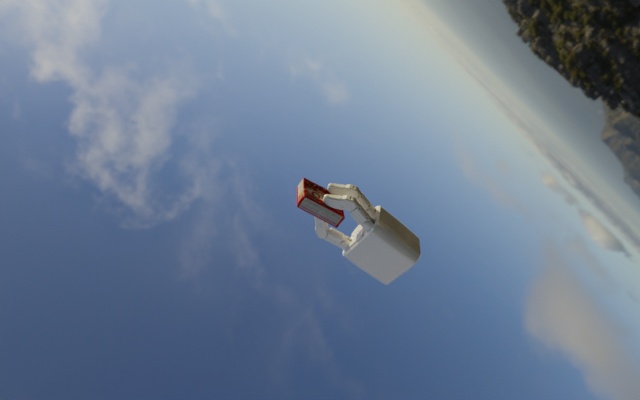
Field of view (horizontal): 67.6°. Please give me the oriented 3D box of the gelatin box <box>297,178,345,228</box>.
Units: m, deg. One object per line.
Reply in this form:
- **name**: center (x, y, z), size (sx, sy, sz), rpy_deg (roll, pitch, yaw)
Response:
- **gelatin box**: center (0.000, 0.003, 0.882), size (0.089, 0.030, 0.073), rpy_deg (28, 25, -17)
